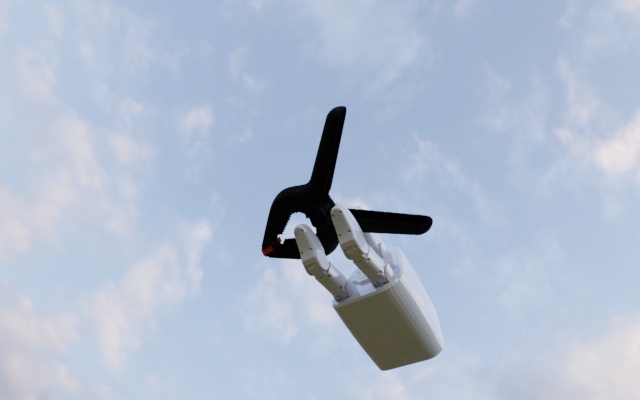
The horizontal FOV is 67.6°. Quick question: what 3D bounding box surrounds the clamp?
[{"bbox_3d":[0.000,0.002,0.552,0.210,0.164,0.036,-27,9,31],"label":"clamp"}]
